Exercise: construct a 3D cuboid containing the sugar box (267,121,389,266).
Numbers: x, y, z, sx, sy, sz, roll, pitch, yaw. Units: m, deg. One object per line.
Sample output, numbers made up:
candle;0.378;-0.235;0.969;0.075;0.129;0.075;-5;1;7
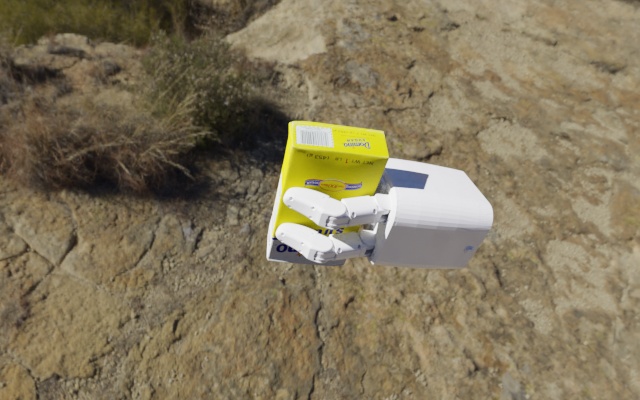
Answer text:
sugar box;0.000;0.002;0.498;0.093;0.048;0.176;6;-45;-10
